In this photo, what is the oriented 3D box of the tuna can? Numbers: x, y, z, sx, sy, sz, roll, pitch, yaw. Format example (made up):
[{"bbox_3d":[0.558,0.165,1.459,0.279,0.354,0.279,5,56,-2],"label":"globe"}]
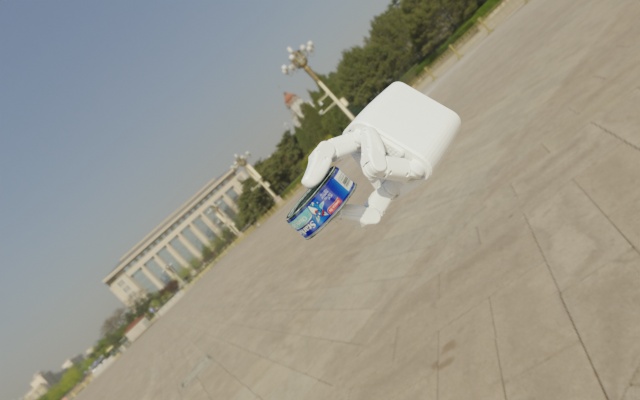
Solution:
[{"bbox_3d":[0.000,0.001,0.542,0.034,0.086,0.086,42,-7,-7],"label":"tuna can"}]
